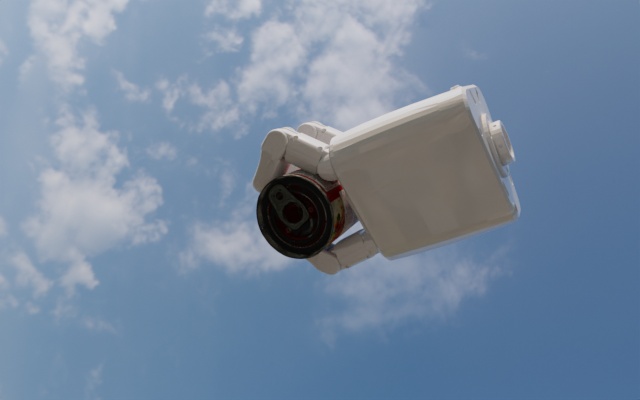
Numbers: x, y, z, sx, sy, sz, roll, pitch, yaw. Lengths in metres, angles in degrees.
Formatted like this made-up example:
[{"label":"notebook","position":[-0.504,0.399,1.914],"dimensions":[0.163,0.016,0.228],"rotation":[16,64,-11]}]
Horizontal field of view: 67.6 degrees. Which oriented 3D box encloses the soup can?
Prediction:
[{"label":"soup can","position":[0.000,0.002,0.413],"dimensions":[0.068,0.068,0.102],"rotation":[0,14,25]}]
